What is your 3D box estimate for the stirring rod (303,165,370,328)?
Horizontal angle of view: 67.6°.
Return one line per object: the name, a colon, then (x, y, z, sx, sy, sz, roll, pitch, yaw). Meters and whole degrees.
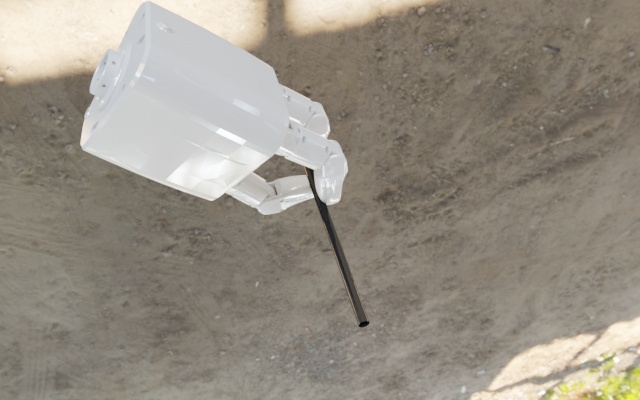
stirring rod: (0.000, 0.001, 0.409, 0.011, 0.011, 0.239, 0, 44, -20)
